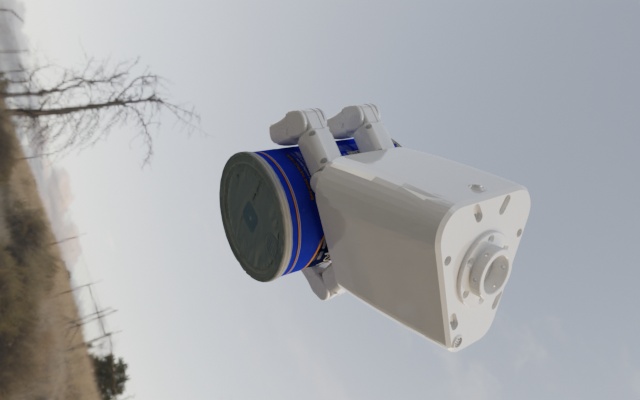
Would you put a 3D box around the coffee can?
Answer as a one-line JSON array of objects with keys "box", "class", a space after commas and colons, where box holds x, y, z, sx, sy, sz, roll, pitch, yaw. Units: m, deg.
[{"box": [0.000, 0.001, 0.408, 0.140, 0.103, 0.103, -13, 7, -35], "class": "coffee can"}]
